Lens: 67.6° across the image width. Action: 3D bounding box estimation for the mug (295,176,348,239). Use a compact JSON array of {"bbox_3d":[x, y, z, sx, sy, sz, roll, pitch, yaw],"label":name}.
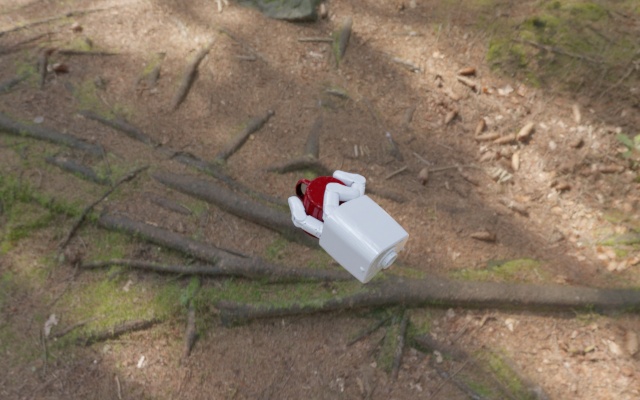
[{"bbox_3d":[-0.001,0.002,0.874,0.117,0.082,0.093,41,55,21],"label":"mug"}]
